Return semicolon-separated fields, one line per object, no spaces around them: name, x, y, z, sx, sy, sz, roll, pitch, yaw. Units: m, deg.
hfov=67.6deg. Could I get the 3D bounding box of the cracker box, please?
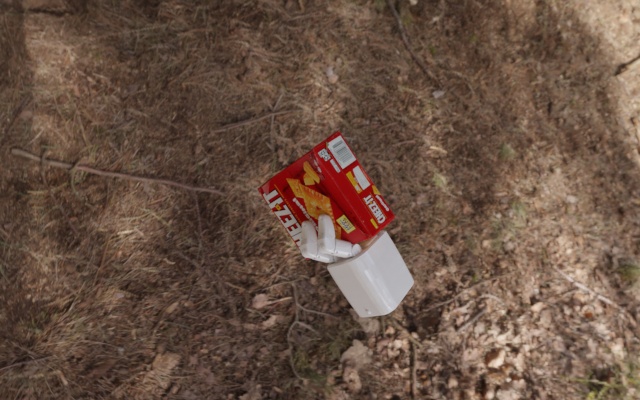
cracker box;0.000;0.003;0.805;0.072;0.164;0.214;-37;5;-34
